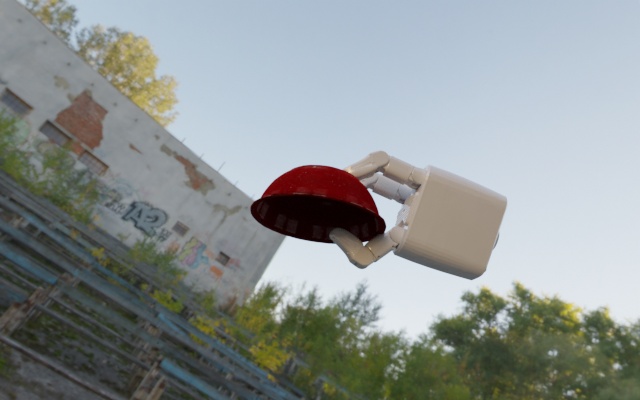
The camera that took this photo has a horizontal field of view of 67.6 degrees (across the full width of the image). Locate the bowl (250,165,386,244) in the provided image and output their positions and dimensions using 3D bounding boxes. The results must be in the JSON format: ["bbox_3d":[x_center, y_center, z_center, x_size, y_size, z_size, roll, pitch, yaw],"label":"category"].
[{"bbox_3d":[-0.001,0.001,0.572,0.162,0.055,0.162,7,-22,3],"label":"bowl"}]
